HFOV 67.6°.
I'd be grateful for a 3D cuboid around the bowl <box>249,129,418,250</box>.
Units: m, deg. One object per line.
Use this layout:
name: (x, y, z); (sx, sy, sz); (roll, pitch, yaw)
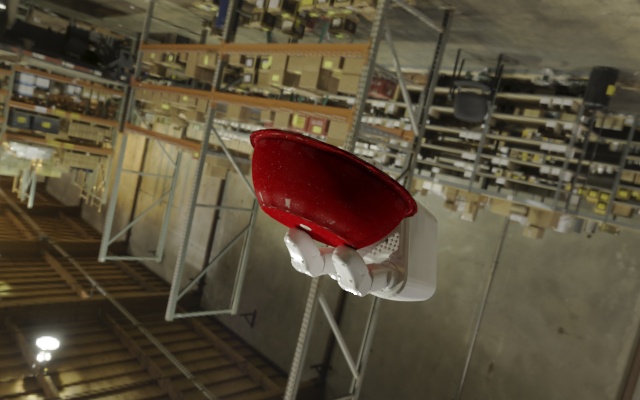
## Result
bowl: (-0.001, 0.001, 0.421); (0.162, 0.055, 0.162); (24, -12, 5)
